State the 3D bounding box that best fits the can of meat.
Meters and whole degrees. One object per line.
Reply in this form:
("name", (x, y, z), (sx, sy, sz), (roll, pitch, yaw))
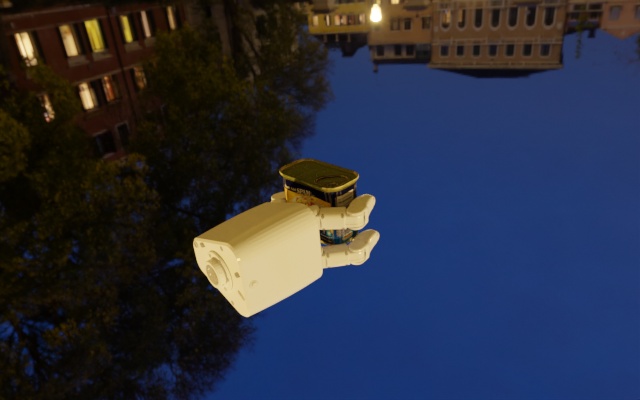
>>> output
("can of meat", (0.000, 0.002, 0.602), (0.102, 0.084, 0.057), (20, 36, 40))
